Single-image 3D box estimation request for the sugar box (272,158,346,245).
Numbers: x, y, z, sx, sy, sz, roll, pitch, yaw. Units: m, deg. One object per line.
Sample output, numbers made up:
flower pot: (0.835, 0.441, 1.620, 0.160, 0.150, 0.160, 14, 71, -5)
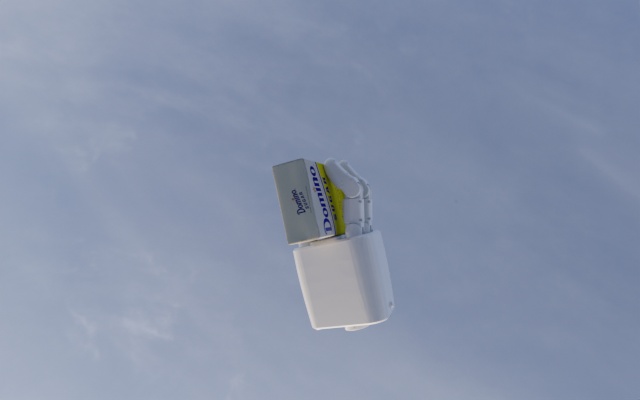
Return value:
sugar box: (0.001, 0.002, 0.606, 0.048, 0.093, 0.176, -13, -4, 15)
